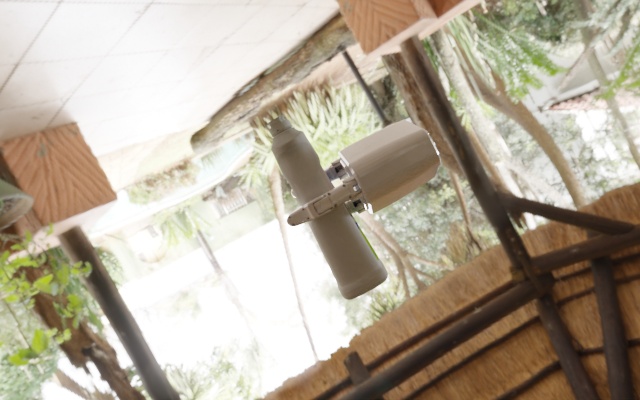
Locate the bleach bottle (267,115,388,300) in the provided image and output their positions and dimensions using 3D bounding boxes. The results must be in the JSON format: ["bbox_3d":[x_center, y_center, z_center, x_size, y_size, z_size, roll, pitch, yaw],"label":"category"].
[{"bbox_3d":[0.000,0.002,0.638,0.068,0.251,0.102,-29,3,1],"label":"bleach bottle"}]
